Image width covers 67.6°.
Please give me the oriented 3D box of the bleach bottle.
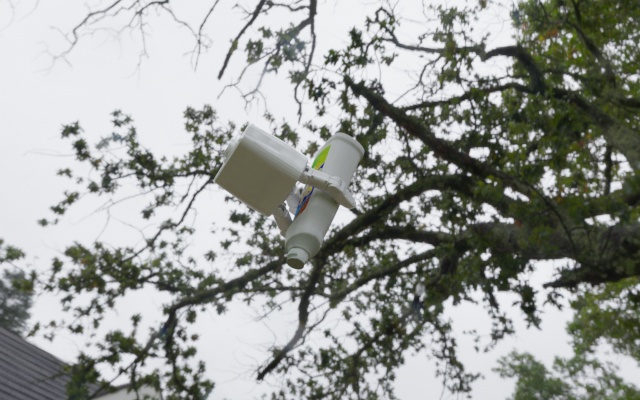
[{"bbox_3d":[0.000,0.003,0.781,0.068,0.250,0.103,33,-44,-14],"label":"bleach bottle"}]
